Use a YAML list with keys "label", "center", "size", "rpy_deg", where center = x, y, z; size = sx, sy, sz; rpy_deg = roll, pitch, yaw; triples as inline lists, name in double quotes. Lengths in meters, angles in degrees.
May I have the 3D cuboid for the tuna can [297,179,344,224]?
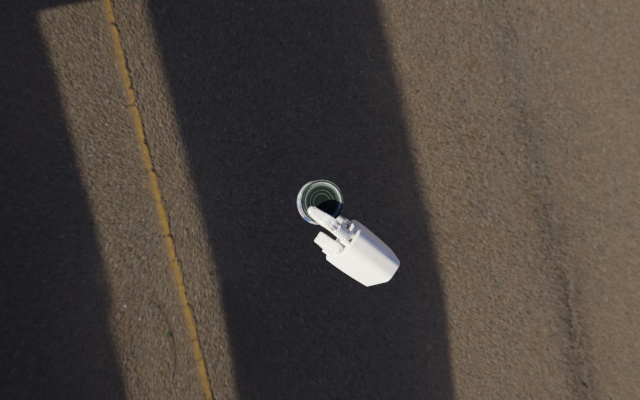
- label: "tuna can"
  center: [0.000, 0.003, 0.899]
  size: [0.086, 0.086, 0.034]
  rpy_deg: [0, -1, -10]
